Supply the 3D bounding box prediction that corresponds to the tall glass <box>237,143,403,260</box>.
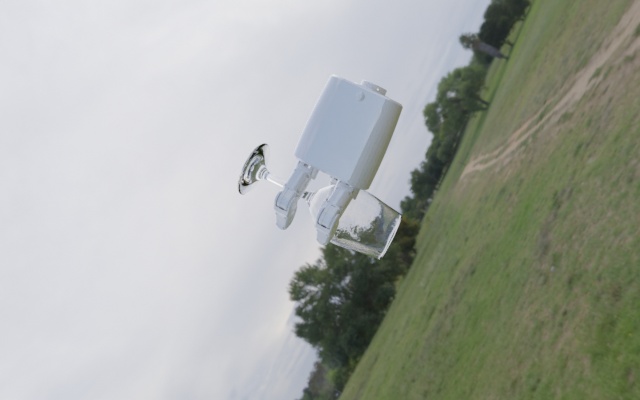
[{"bbox_3d":[-0.001,0.002,0.602,0.201,0.079,0.079,27,6,12],"label":"tall glass"}]
